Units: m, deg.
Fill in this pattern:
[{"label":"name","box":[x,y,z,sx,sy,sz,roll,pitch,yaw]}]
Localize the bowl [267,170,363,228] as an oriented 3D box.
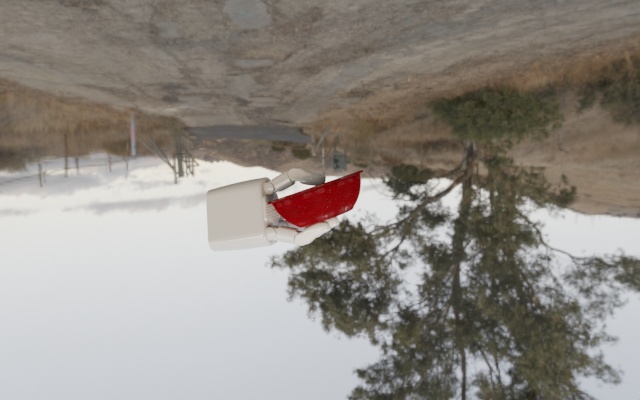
[{"label":"bowl","box":[0.001,0.003,0.758,0.162,0.055,0.162,-19,1,0]}]
